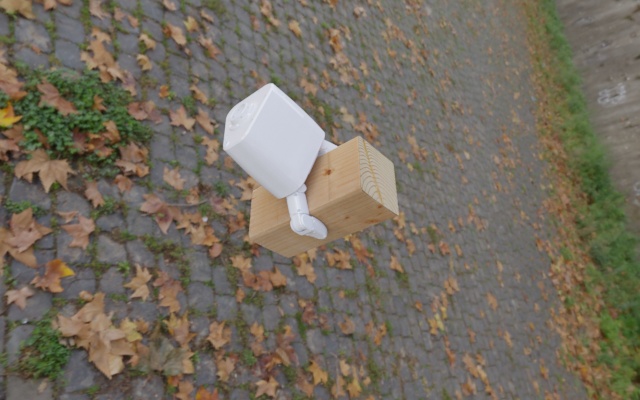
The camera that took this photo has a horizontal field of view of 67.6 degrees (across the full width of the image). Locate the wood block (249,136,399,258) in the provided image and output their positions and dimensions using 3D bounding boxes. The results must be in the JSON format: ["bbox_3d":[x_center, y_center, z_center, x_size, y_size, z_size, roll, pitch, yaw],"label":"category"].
[{"bbox_3d":[0.000,0.002,0.699,0.206,0.090,0.090,-24,-39,33],"label":"wood block"}]
